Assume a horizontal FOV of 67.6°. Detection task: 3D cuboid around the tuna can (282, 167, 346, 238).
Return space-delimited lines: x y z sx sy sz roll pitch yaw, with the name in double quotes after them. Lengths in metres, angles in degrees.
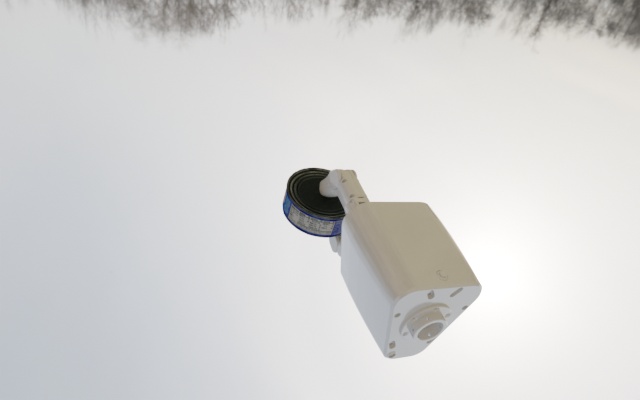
0.000 0.002 0.548 0.086 0.034 0.086 10 40 -9 "tuna can"
